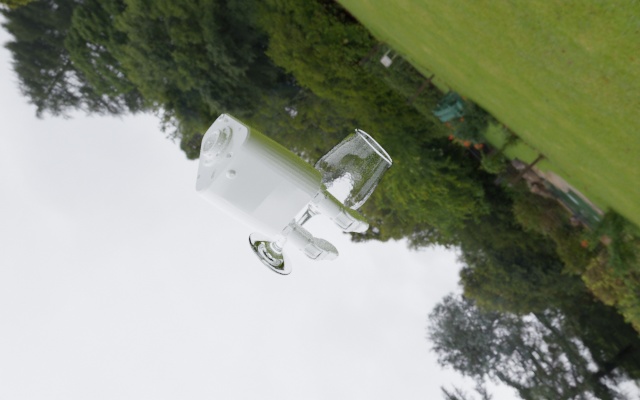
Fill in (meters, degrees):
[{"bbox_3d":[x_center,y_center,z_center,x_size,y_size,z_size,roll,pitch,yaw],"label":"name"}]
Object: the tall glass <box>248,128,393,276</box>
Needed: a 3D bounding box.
[{"bbox_3d":[0.000,0.002,0.605,0.201,0.079,0.079,-46,-15,15],"label":"tall glass"}]
